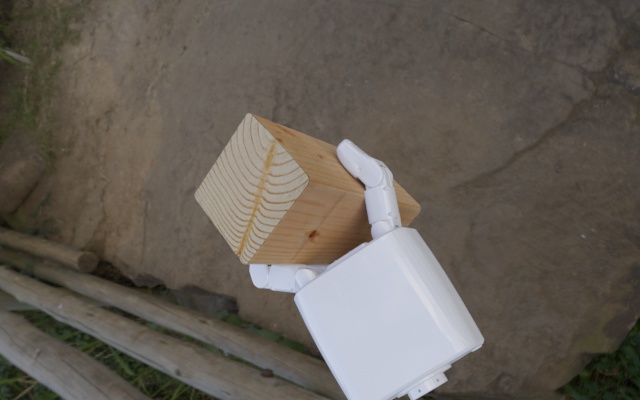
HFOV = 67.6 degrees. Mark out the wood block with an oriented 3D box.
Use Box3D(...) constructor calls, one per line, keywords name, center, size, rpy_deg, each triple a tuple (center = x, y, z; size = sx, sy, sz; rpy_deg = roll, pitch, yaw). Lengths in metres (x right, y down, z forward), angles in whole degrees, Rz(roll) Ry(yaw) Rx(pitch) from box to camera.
Box3D(name="wood block", center=(0.000, 0.002, 0.459), size=(0.090, 0.091, 0.206), rpy_deg=(48, 20, 29))
